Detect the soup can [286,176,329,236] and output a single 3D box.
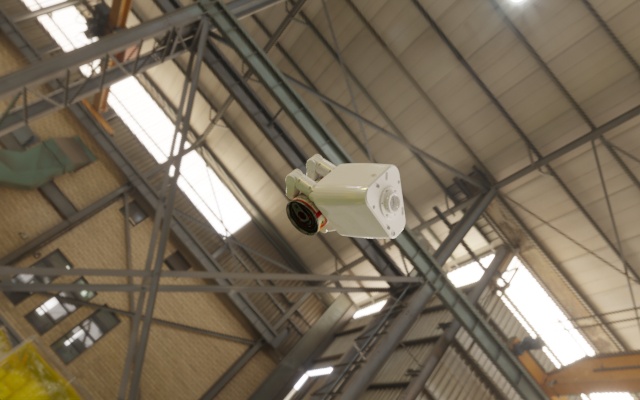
[{"bbox_3d":[0.000,0.003,0.807,0.068,0.068,0.102,0,32,46],"label":"soup can"}]
